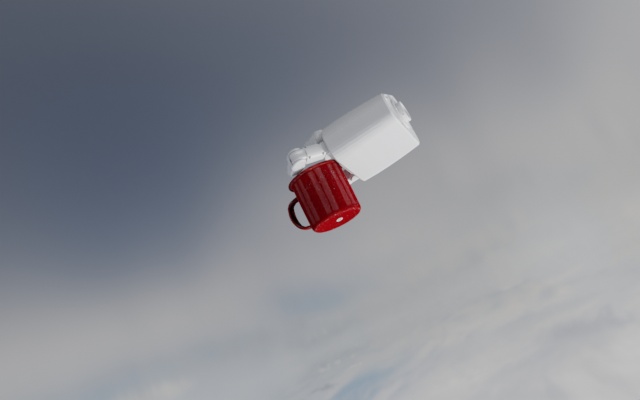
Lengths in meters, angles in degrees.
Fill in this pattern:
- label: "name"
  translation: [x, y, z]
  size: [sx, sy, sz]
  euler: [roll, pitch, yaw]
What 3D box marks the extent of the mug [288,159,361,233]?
- label: "mug"
  translation: [-0.001, 0.003, 0.729]
  size: [0.117, 0.081, 0.093]
  euler: [-33, -18, 21]
